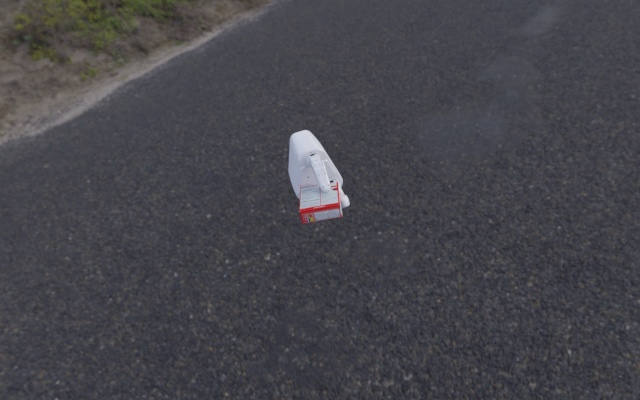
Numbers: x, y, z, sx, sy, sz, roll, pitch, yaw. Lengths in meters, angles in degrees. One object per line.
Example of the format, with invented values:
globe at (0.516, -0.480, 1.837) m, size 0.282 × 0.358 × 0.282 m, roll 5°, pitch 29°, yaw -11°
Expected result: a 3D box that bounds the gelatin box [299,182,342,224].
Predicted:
gelatin box at (0.000, 0.003, 0.867) m, size 0.073 × 0.030 × 0.089 m, roll -9°, pitch 30°, yaw 4°
